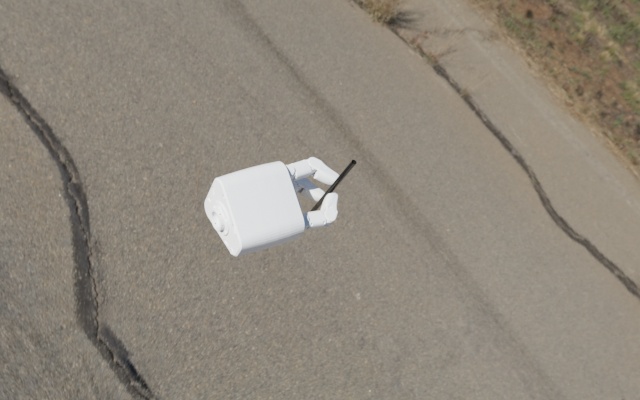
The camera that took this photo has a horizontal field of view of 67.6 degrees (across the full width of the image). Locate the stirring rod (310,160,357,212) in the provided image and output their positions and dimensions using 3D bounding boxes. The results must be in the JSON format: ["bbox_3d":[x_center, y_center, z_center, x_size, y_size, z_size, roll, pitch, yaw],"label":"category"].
[{"bbox_3d":[0.000,0.003,0.782,0.011,0.011,0.240,0,-29,-27],"label":"stirring rod"}]
